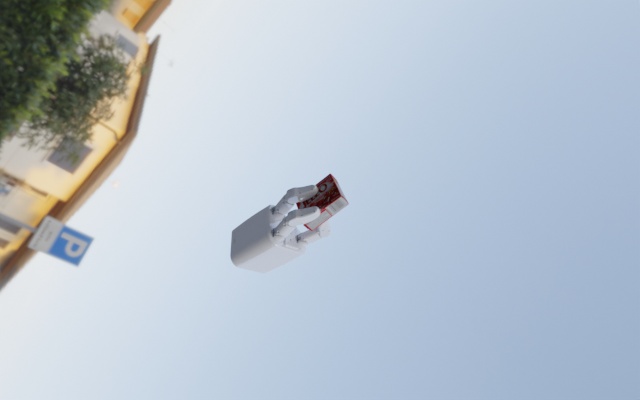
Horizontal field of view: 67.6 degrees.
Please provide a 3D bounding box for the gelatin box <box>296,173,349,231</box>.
[{"bbox_3d":[0.001,0.003,0.876,0.089,0.073,0.030,-36,-51,11],"label":"gelatin box"}]
